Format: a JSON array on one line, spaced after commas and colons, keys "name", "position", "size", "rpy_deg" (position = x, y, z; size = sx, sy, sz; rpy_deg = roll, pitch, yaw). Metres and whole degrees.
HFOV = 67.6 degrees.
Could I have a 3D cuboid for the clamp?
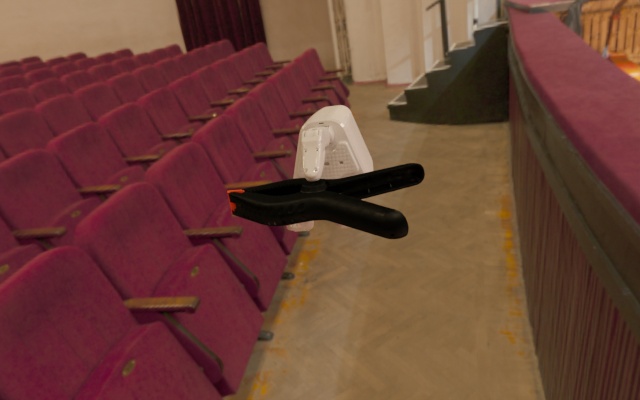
[{"name": "clamp", "position": [-0.001, 0.001, 0.480], "size": [0.210, 0.036, 0.164], "rpy_deg": [-4, 18, 12]}]
